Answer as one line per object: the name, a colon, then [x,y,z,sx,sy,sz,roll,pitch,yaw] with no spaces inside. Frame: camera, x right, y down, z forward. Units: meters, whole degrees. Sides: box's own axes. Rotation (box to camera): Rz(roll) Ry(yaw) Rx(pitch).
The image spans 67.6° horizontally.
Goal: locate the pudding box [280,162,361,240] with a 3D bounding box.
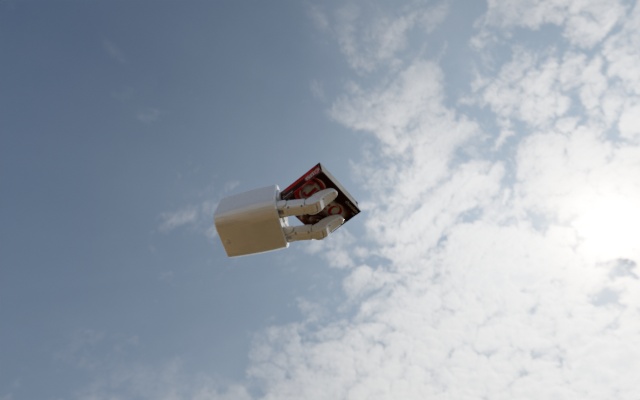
pudding box: [0.000,0.003,0.821,0.090,0.113,0.039,-37,32,16]
